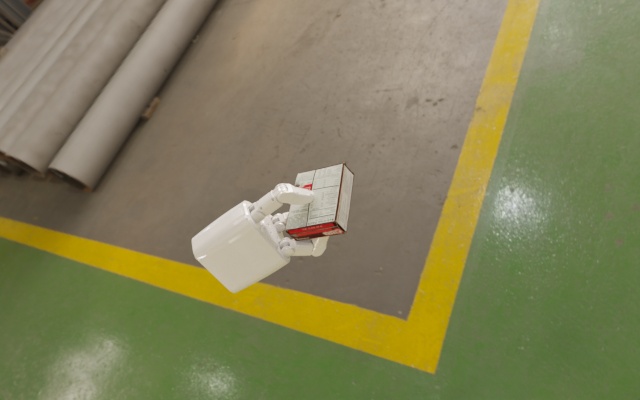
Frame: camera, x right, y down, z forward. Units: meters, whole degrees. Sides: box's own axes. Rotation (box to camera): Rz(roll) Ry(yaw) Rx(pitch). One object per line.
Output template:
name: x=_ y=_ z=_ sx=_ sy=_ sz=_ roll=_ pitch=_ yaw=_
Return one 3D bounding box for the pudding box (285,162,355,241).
pudding box: x=0.000 y=0.002 z=0.731 sx=0.090 sy=0.113 sz=0.039 roll=-10 pitch=-37 yaw=28
